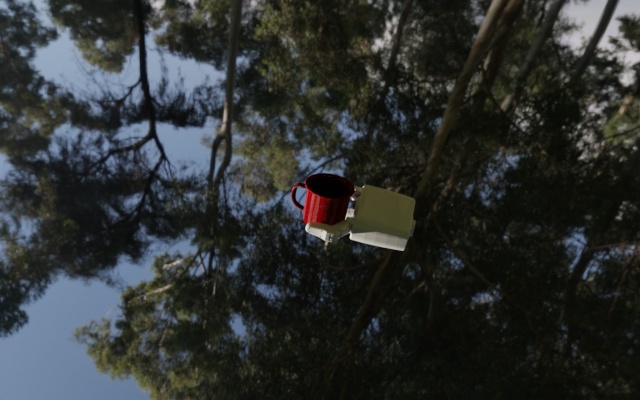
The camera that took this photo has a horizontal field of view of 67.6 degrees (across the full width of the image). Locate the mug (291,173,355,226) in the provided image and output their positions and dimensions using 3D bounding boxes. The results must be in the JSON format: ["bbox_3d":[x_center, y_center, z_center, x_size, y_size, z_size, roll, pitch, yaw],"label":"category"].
[{"bbox_3d":[-0.001,0.003,0.900,0.117,0.081,0.093,15,32,7],"label":"mug"}]
